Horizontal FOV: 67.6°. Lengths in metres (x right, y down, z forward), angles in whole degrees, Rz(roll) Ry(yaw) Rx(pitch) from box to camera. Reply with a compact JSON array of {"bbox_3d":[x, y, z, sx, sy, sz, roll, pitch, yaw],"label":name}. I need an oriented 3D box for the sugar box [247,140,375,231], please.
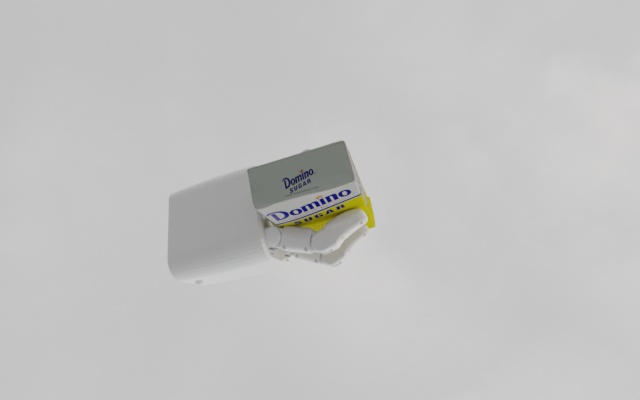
[{"bbox_3d":[0.000,0.002,0.489,0.093,0.048,0.176,-16,-16,8],"label":"sugar box"}]
